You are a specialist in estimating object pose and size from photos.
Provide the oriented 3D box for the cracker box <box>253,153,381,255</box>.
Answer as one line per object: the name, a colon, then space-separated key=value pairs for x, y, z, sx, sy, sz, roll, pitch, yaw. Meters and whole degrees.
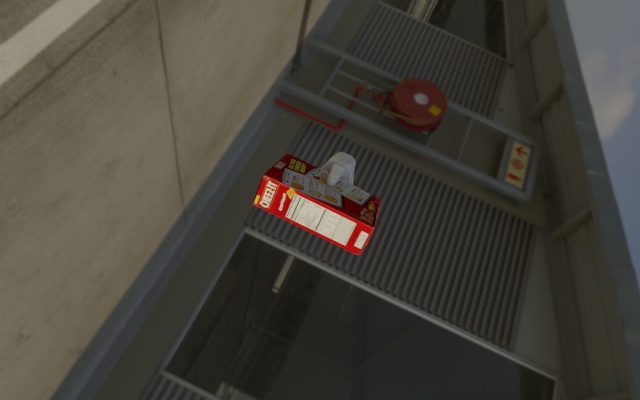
cracker box: x=0.000 y=0.003 z=0.899 sx=0.213 sy=0.072 sz=0.164 roll=25 pitch=22 yaw=2
